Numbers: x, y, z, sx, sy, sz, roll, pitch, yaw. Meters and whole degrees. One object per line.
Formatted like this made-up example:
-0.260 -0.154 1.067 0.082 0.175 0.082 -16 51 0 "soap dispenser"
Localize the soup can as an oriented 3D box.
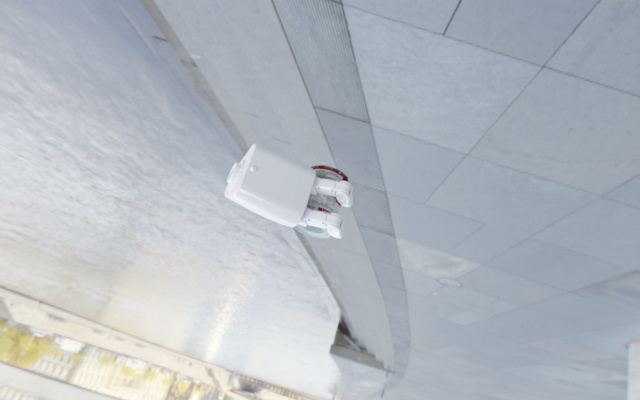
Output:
0.000 0.003 0.779 0.068 0.102 0.068 15 -22 6 "soup can"
